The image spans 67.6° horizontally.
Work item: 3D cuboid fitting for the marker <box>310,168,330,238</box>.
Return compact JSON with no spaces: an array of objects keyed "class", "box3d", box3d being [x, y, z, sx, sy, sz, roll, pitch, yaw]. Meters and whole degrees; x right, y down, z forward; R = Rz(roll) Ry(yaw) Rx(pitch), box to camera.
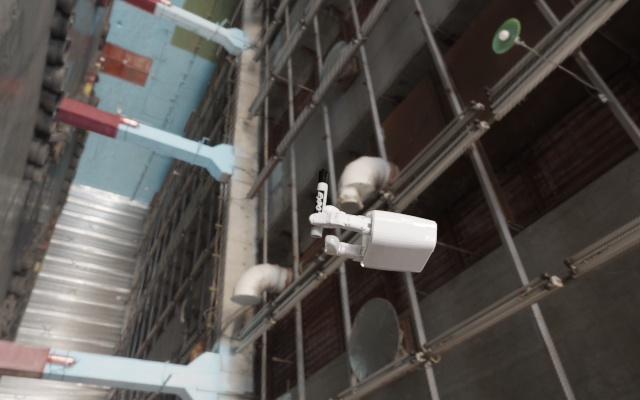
[{"class":"marker","box3d":[0.000,0.003,0.804,0.020,0.121,0.020,7,-20,2]}]
